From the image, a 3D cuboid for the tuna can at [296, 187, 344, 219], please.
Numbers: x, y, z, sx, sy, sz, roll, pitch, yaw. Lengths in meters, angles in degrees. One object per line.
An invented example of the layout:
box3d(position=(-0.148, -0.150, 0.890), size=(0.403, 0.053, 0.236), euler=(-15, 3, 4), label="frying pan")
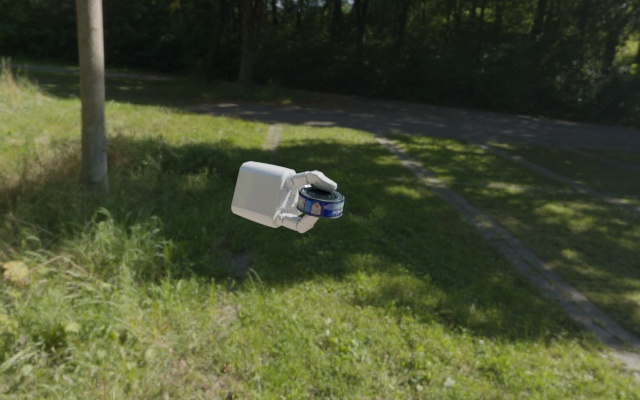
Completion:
box3d(position=(0.000, 0.002, 0.876), size=(0.086, 0.034, 0.086), euler=(9, 17, -3), label="tuna can")
